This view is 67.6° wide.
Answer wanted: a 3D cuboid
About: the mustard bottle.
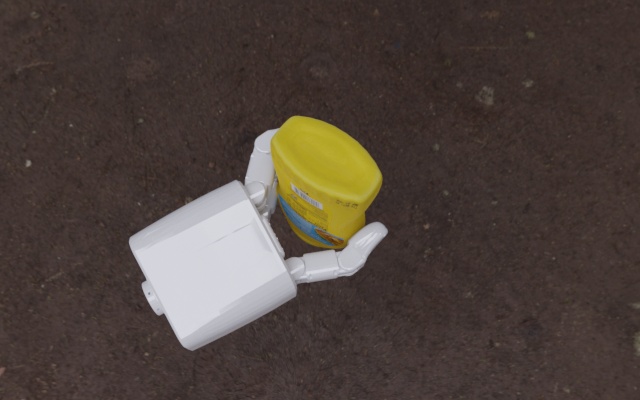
[{"bbox_3d":[0.000,0.001,0.465,0.096,0.058,0.192,33,-21,11],"label":"mustard bottle"}]
